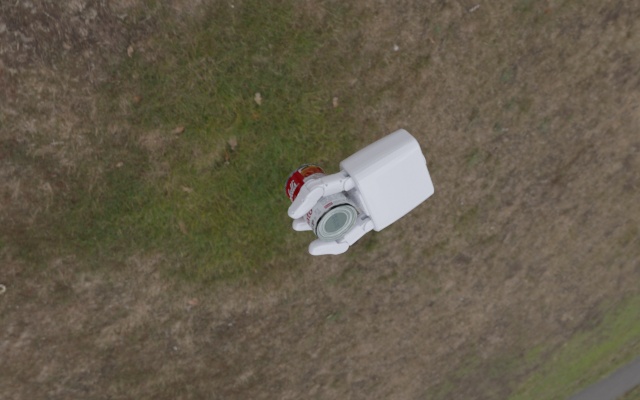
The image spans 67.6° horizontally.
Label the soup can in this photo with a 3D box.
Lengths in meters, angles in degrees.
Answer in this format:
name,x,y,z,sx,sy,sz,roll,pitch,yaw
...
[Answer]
name,x,y,z,sx,sy,sz,roll,pitch,yaw
soup can,0.000,0.003,0.691,0.068,0.068,0.102,0,37,-36
